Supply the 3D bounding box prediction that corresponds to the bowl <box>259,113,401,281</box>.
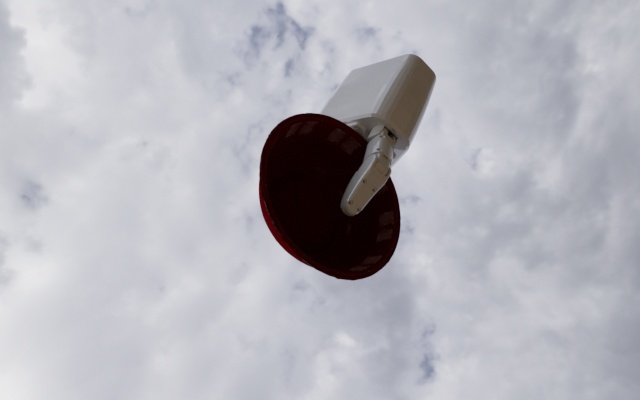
[{"bbox_3d":[-0.001,0.002,0.450,0.162,0.162,0.055,0,-21,-40],"label":"bowl"}]
